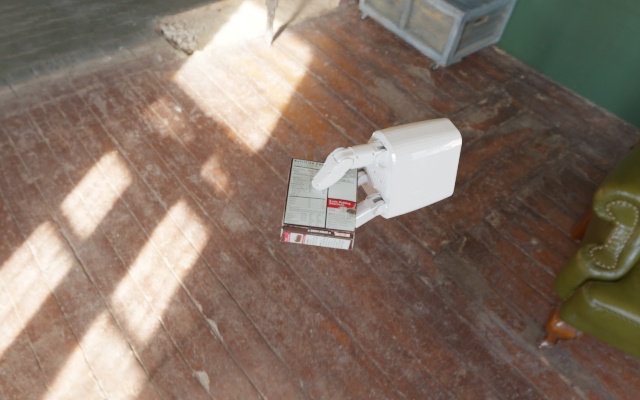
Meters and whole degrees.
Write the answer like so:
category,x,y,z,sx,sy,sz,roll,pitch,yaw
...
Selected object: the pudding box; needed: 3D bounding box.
category,x,y,z,sx,sy,sz,roll,pitch,yaw
pudding box,0.000,0.002,0.599,0.090,0.113,0.039,7,-41,-2
